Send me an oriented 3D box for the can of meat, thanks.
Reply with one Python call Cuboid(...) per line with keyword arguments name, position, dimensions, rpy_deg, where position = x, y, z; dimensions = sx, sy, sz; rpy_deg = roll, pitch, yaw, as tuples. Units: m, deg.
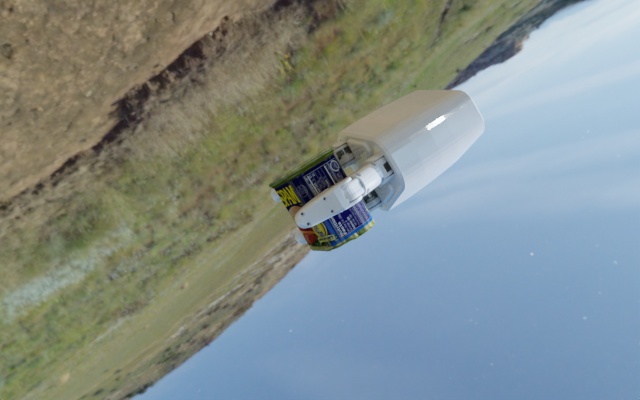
Cuboid(name="can of meat", position=(0.000, 0.002, 0.472), dimensions=(0.057, 0.084, 0.102), rpy_deg=(-33, 5, -16))
